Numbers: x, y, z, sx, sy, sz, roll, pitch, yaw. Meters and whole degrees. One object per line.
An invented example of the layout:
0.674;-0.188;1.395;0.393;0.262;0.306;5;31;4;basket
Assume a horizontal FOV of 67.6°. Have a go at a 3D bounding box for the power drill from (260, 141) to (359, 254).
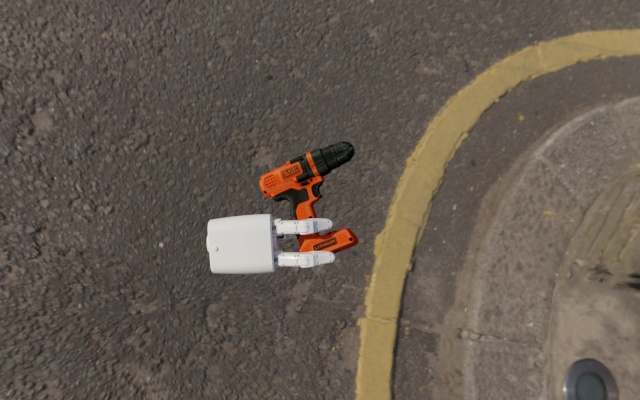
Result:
0.000;0.003;0.852;0.184;0.187;0.057;-24;-15;10;power drill
